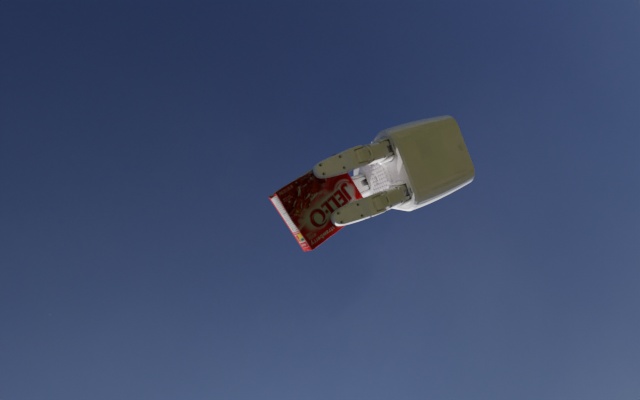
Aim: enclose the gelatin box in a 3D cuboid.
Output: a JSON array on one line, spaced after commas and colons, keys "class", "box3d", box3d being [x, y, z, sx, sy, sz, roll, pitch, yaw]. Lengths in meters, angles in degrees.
[{"class": "gelatin box", "box3d": [0.000, 0.002, 0.528, 0.089, 0.073, 0.030, -34, 5, -25]}]
